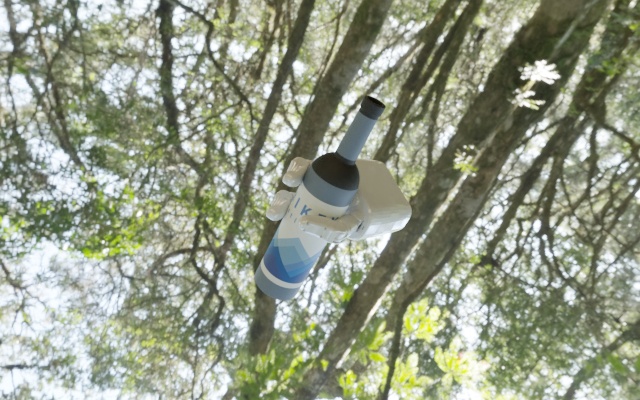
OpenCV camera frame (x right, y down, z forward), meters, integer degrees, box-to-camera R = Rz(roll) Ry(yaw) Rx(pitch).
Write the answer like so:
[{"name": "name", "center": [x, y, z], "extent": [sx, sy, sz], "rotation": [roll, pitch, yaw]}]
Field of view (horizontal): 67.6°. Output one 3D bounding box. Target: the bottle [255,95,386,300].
[{"name": "bottle", "center": [0.000, 0.002, 0.610], "extent": [0.069, 0.296, 0.069], "rotation": [22, 28, -12]}]
